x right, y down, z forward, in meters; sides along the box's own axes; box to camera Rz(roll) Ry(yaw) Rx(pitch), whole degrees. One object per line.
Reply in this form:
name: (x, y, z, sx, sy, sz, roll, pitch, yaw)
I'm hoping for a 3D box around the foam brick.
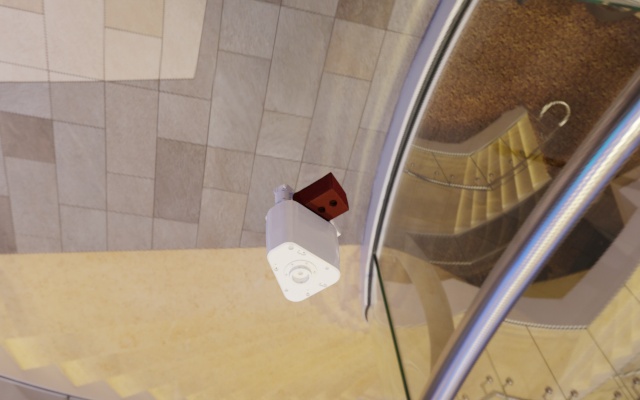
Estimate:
foam brick: (0.000, 0.002, 0.778, 0.078, 0.053, 0.051, -31, 30, 14)
